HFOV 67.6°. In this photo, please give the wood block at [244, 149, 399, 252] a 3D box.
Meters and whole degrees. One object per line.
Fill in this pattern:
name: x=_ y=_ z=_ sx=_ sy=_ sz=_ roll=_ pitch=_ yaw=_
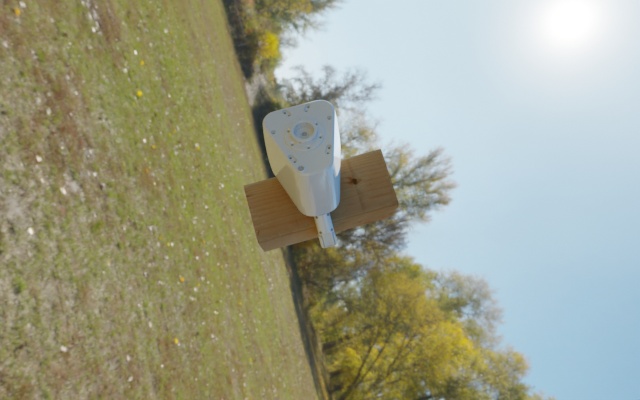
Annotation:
wood block: x=0.000 y=0.003 z=0.718 sx=0.206 sy=0.090 sz=0.090 roll=-15 pitch=-14 yaw=-4
